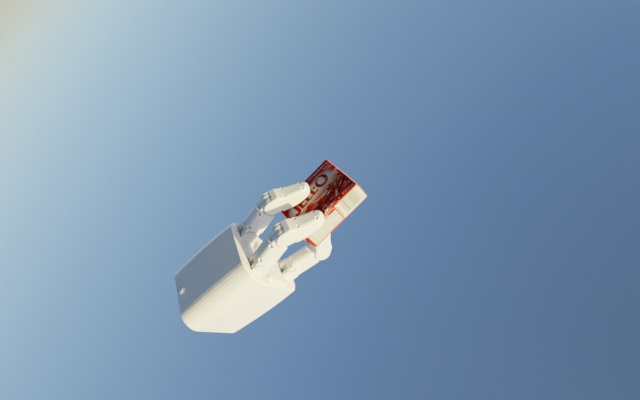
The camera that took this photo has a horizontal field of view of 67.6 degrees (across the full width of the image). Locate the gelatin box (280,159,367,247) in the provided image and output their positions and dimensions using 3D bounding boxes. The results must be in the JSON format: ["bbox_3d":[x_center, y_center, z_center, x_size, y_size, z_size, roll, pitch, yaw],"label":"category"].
[{"bbox_3d":[0.001,0.002,0.576,0.030,0.089,0.073,46,-2,-41],"label":"gelatin box"}]
